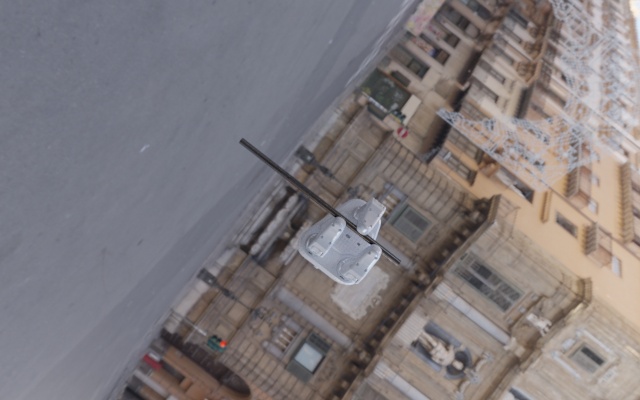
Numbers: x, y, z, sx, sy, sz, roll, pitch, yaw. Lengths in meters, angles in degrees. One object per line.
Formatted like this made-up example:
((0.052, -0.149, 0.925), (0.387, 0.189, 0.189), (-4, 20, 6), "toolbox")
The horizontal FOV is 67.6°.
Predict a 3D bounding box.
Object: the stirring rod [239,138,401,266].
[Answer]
((0.000, 0.002, 0.573), (0.239, 0.011, 0.011), (38, -1, -2), "stirring rod")
